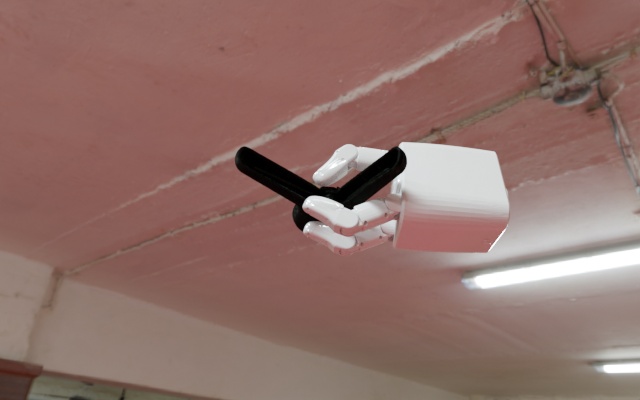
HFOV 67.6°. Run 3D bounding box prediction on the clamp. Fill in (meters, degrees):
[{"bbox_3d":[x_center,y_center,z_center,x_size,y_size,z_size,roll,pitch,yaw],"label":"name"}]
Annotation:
[{"bbox_3d":[0.000,0.001,0.528,0.164,0.036,0.210,5,-28,4],"label":"clamp"}]
